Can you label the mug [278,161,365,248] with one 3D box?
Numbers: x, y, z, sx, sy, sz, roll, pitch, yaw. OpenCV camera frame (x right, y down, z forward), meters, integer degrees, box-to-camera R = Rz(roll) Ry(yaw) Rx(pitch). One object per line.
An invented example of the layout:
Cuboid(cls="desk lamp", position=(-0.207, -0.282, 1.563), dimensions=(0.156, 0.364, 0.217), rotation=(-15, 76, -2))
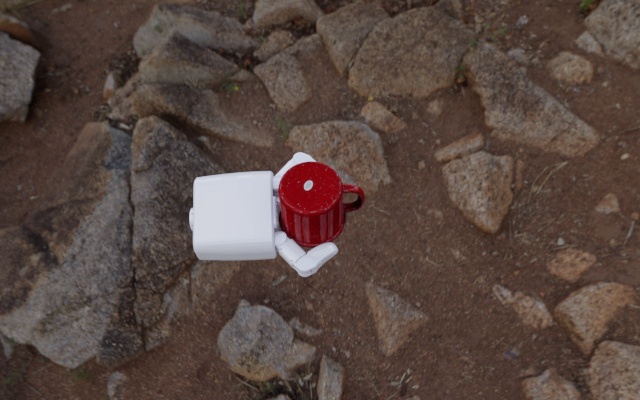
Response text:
Cuboid(cls="mug", position=(0.002, 0.002, 0.625), dimensions=(0.117, 0.093, 0.082), rotation=(-5, -31, -2))
